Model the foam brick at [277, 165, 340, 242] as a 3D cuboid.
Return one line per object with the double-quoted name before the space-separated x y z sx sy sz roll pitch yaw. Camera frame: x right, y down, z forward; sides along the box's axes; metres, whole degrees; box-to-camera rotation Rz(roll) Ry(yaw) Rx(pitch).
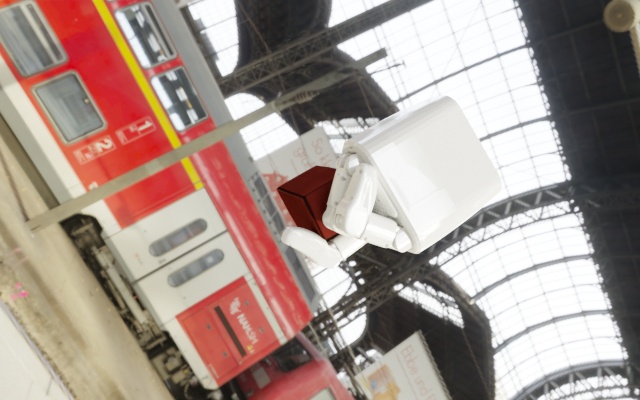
"foam brick" 0.000 0.001 0.475 0.051 0.053 0.078 -32 19 -16
